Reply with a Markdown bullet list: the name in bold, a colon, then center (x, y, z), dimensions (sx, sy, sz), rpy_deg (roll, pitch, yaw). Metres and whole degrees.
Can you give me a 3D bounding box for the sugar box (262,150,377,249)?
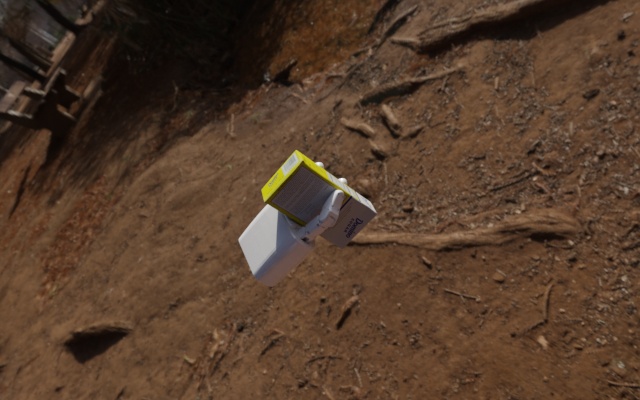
- **sugar box**: center (0.000, 0.002, 0.794), dimensions (0.176, 0.093, 0.048), rpy_deg (33, 19, -32)
